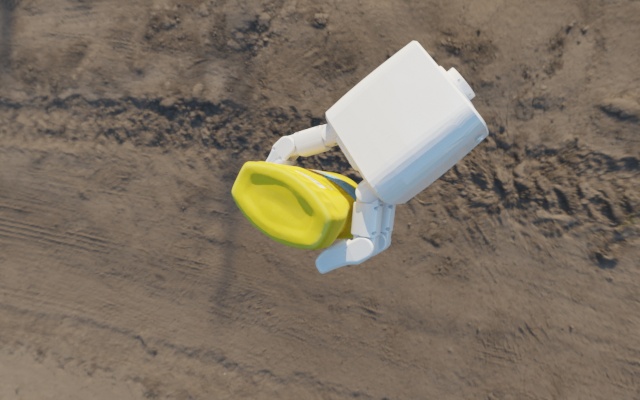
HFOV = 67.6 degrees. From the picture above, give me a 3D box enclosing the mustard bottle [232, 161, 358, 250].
[{"bbox_3d":[0.000,0.002,0.474,0.096,0.058,0.191,30,12,18],"label":"mustard bottle"}]
